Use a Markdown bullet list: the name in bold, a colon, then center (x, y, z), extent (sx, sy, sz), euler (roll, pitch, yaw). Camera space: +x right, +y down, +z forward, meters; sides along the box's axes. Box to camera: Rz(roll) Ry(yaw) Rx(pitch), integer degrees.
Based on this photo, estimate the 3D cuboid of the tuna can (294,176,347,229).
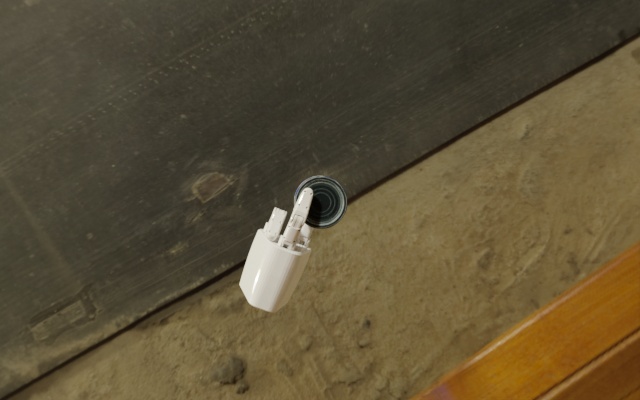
- **tuna can**: center (0.000, 0.002, 0.769), extent (0.086, 0.086, 0.034), euler (0, 3, -3)
